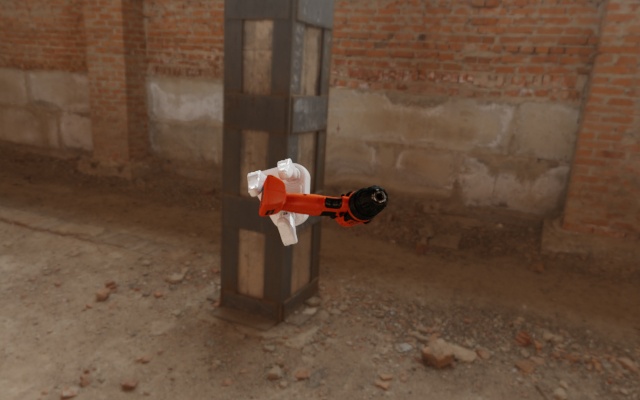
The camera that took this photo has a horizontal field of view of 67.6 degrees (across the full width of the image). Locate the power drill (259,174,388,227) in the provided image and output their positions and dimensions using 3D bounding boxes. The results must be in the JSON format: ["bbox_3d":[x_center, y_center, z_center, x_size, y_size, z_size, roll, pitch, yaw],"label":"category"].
[{"bbox_3d":[0.000,0.002,0.770,0.187,0.057,0.184,9,-14,-11],"label":"power drill"}]
